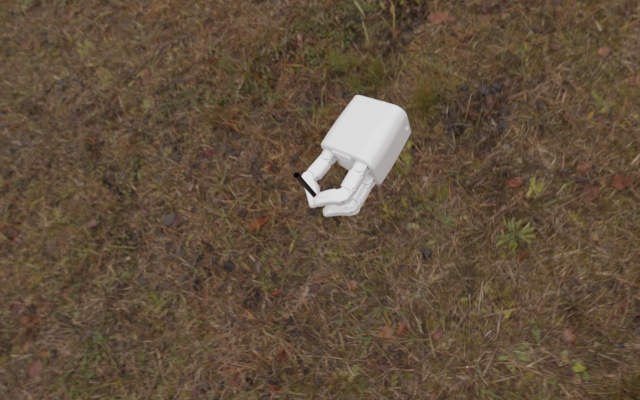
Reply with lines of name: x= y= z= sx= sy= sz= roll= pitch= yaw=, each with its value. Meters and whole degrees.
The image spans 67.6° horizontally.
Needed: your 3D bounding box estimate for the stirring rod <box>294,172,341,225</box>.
stirring rod: x=0.000 y=0.002 z=0.767 sx=0.011 sy=0.011 sz=0.240 roll=0 pitch=-18 yaw=17
